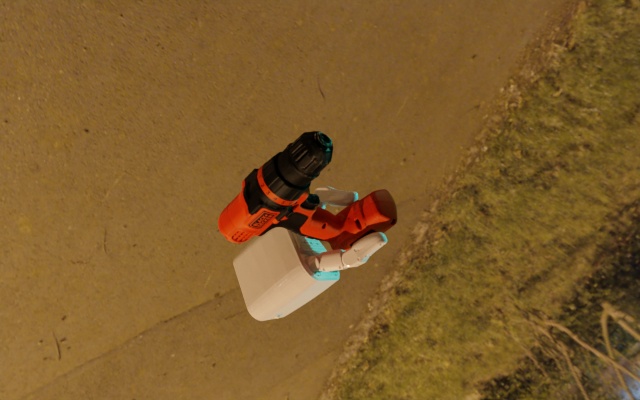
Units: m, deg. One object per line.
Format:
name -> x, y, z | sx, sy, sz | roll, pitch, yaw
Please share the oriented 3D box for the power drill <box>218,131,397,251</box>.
power drill -> 0.000, 0.002, 0.556 | 0.188, 0.057, 0.184 | 17, -41, -36
